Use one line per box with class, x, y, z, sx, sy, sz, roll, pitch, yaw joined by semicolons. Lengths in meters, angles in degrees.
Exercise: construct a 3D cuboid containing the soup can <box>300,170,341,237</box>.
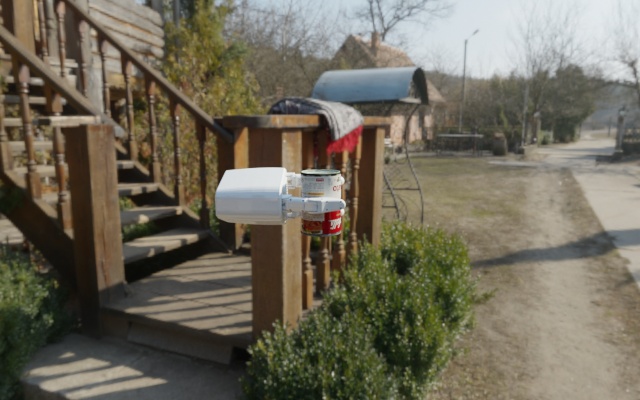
soup can;0.001;0.002;0.789;0.068;0.102;0.068;0;10;0
